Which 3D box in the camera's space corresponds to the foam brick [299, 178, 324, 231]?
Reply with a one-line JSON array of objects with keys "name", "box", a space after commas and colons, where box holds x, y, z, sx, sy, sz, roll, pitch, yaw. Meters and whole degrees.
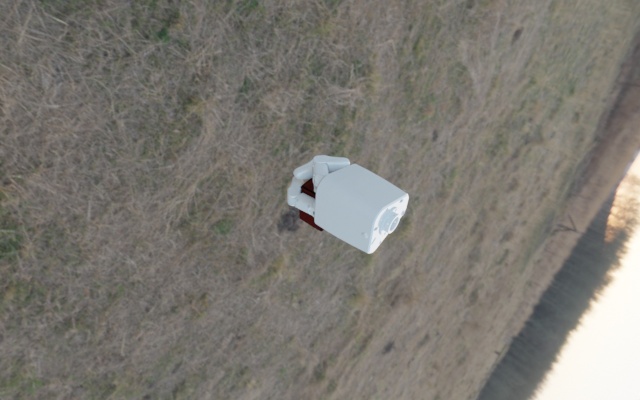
[{"name": "foam brick", "box": [0.000, 0.003, 0.812, 0.051, 0.078, 0.053, 30, 49, 25]}]
